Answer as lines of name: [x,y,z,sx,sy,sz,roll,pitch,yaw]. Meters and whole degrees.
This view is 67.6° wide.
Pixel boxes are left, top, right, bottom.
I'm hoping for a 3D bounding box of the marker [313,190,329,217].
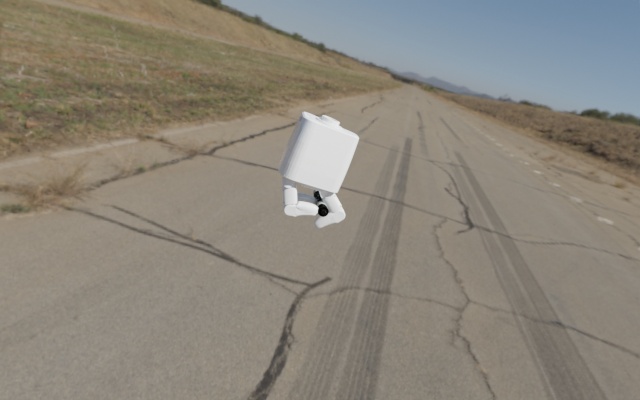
marker: [0.000,0.003,0.866,0.020,0.020,0.121,0,17,-5]
